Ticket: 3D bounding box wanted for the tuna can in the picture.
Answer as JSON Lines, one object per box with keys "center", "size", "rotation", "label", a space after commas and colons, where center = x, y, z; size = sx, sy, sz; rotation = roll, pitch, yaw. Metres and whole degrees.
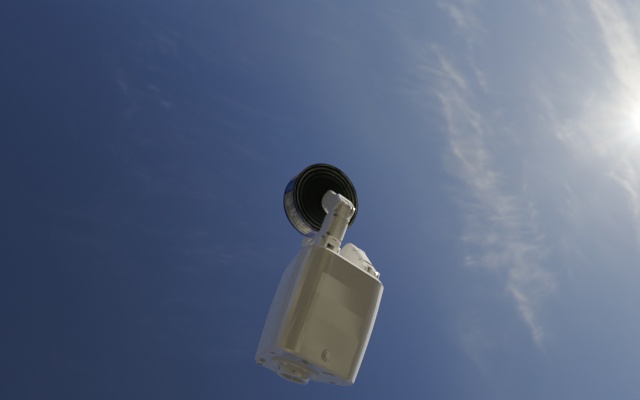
{"center": [0.000, 0.002, 0.564], "size": [0.086, 0.086, 0.034], "rotation": [0, -16, -31], "label": "tuna can"}
